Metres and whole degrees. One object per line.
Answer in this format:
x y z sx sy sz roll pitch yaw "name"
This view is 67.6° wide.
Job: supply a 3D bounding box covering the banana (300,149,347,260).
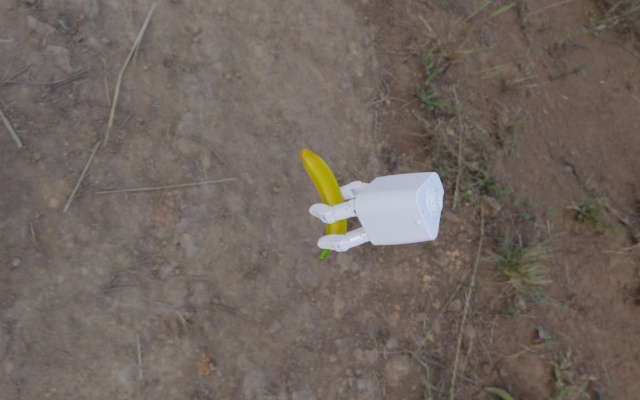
0.012 0.001 0.842 0.037 0.198 0.069 -4 12 38 "banana"
